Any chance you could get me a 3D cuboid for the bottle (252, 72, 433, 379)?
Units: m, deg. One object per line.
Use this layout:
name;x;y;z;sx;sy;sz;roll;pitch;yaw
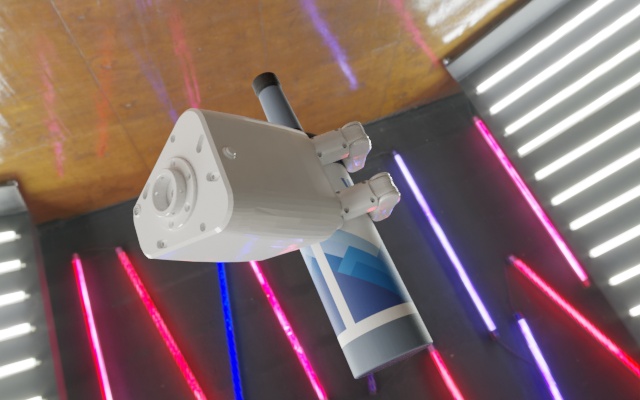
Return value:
bottle;0.000;0.002;0.426;0.069;0.295;0.069;-21;-24;-10
